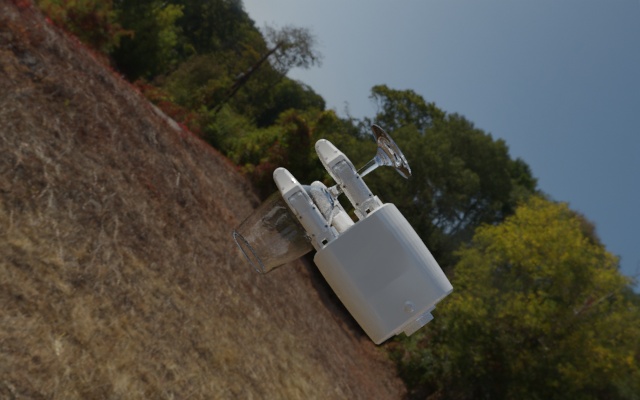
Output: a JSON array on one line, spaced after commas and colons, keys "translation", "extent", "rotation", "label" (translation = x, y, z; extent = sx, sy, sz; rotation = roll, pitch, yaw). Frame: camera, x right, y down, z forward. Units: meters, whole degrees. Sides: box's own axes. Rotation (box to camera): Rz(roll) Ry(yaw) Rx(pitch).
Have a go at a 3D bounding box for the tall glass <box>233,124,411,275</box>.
[{"translation": [0.001, 0.001, 0.541], "extent": [0.201, 0.079, 0.079], "rotation": [-35, 1, -2], "label": "tall glass"}]
